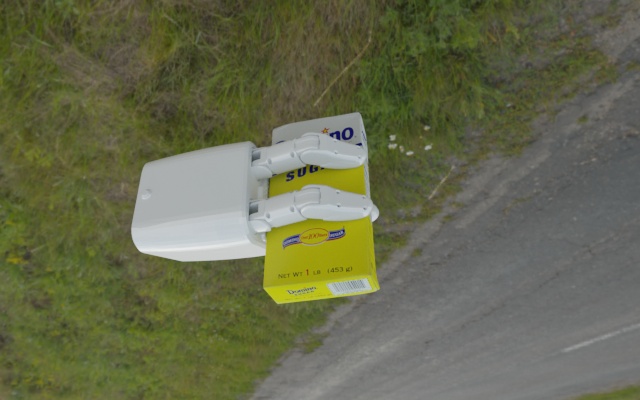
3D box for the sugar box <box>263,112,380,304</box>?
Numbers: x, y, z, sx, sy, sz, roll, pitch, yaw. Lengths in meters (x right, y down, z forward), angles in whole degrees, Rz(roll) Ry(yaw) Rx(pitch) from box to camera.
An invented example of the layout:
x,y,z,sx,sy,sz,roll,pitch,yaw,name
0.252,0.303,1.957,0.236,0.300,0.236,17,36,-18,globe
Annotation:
x,y,z,sx,sy,sz,roll,pitch,yaw,name
0.000,0.001,0.443,0.093,0.176,0.048,-9,-31,11,sugar box
